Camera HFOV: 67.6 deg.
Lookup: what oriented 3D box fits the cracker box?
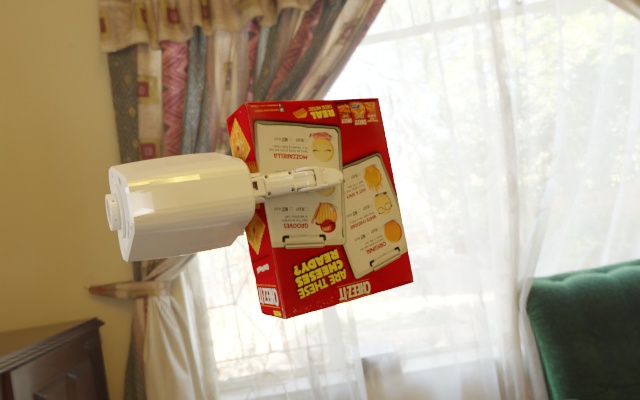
[{"bbox_3d":[0.000,0.002,0.520,0.164,0.213,0.072,-9,-2,-29],"label":"cracker box"}]
